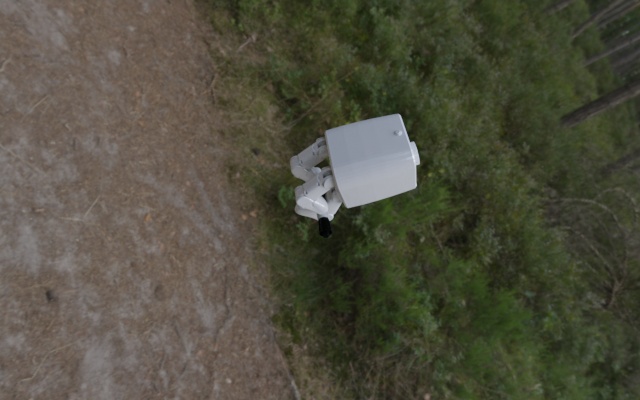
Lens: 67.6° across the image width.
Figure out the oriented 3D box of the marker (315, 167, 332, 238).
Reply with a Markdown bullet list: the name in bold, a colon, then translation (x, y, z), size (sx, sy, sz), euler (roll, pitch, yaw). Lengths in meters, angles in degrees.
- **marker**: translation (0.000, 0.002, 0.703), size (0.020, 0.121, 0.020), euler (-7, -36, -5)
